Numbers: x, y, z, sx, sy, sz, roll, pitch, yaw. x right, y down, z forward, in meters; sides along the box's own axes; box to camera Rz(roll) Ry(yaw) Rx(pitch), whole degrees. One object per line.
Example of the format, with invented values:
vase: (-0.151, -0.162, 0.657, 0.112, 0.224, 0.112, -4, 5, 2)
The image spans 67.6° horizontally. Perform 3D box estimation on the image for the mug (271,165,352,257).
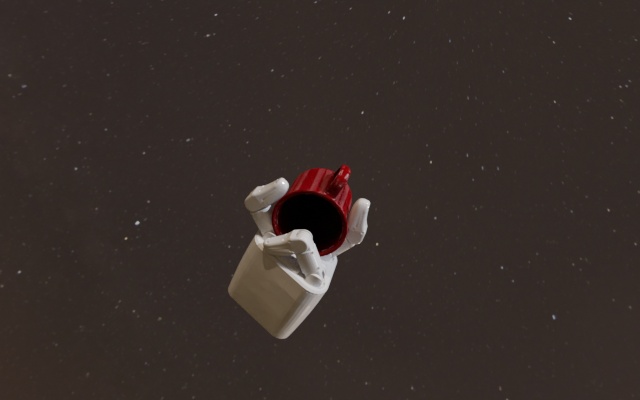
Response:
mug: (0.001, 0.001, 0.594, 0.093, 0.117, 0.081, 32, 30, -5)
